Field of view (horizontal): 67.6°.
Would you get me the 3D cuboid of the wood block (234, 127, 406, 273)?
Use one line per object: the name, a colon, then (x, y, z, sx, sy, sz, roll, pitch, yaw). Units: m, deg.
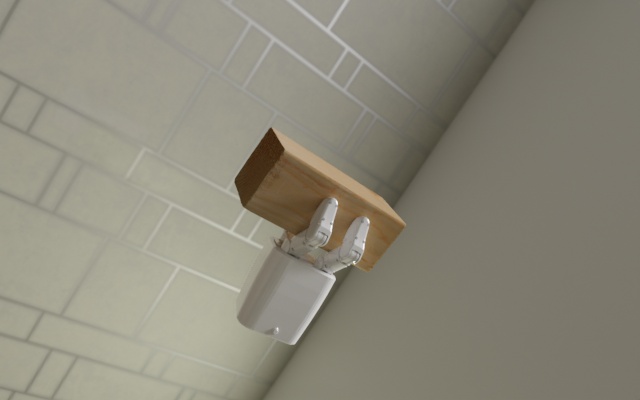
wood block: (0.000, 0.002, 0.639, 0.206, 0.090, 0.090, 30, 13, -29)
